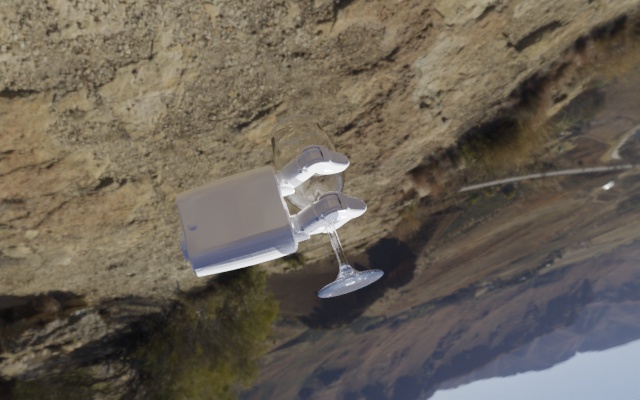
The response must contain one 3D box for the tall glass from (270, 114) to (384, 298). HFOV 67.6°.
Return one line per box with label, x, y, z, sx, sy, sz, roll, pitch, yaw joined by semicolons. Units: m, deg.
tall glass;0.000;0.002;0.539;0.079;0.201;0.079;-17;-21;-7
